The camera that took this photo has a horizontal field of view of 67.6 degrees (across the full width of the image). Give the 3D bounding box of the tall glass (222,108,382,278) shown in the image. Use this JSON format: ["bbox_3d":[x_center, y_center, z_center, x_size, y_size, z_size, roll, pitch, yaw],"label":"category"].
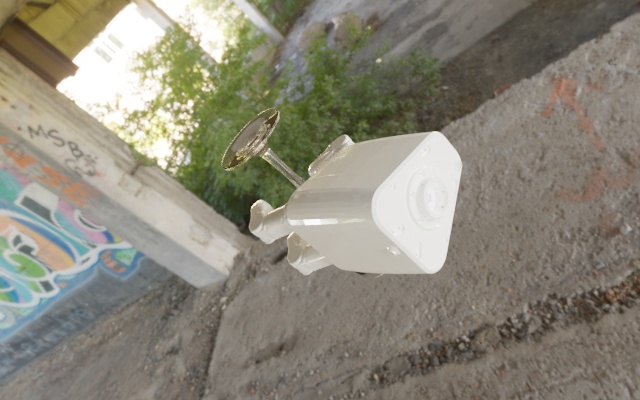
[{"bbox_3d":[0.000,0.001,0.485,0.201,0.079,0.079,42,-23,-28],"label":"tall glass"}]
